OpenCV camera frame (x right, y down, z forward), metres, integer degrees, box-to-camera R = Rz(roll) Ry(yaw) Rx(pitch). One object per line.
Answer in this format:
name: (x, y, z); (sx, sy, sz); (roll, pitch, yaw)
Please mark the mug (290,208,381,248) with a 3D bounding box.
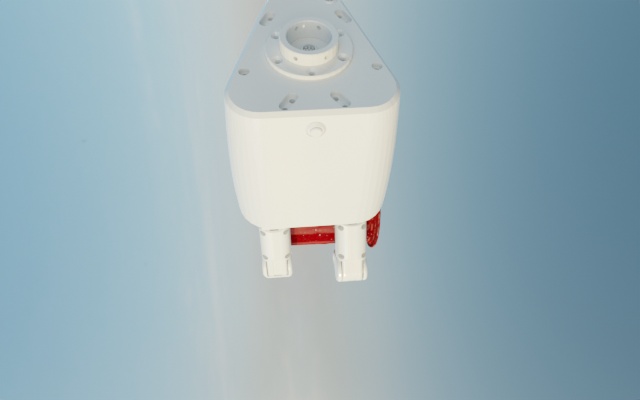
mug: (0.000, 0.002, 0.403); (0.081, 0.093, 0.117); (-3, -34, -4)
